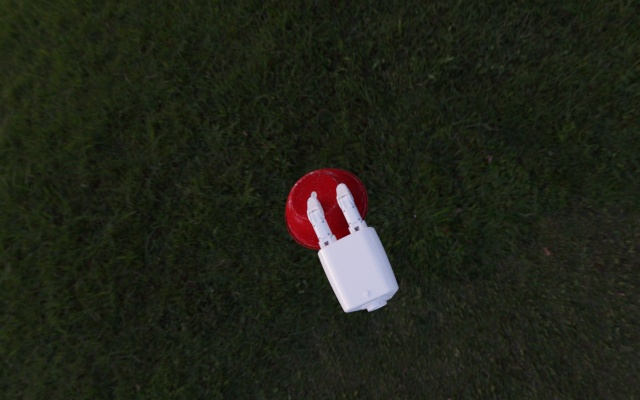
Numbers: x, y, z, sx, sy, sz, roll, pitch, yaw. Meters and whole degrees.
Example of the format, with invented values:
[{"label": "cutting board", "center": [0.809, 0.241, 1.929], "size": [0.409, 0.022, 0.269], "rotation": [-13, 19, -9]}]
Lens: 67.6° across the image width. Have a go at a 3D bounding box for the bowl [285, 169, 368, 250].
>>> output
[{"label": "bowl", "center": [-0.001, 0.002, 0.852], "size": [0.162, 0.162, 0.055], "rotation": [0, -25, 24]}]
